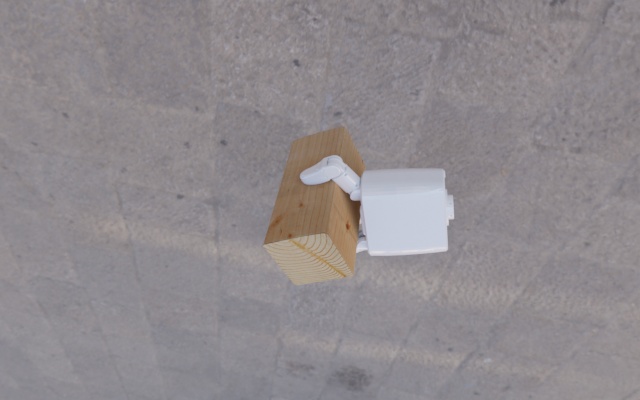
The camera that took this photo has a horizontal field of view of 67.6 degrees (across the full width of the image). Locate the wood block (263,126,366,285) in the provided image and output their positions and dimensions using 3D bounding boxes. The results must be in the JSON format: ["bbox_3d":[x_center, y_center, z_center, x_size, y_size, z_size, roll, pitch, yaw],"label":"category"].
[{"bbox_3d":[0.000,0.002,0.666,0.090,0.206,0.091,-13,-49,23],"label":"wood block"}]
